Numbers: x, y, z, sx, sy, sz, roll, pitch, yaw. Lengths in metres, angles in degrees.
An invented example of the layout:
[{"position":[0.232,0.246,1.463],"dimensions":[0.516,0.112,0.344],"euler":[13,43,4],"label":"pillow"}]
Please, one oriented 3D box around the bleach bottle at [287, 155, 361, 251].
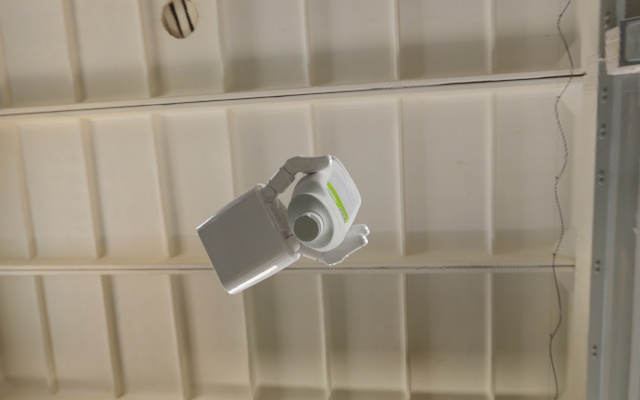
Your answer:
[{"position":[0.000,0.002,0.622],"dimensions":[0.068,0.102,0.251],"euler":[-32,3,13],"label":"bleach bottle"}]
